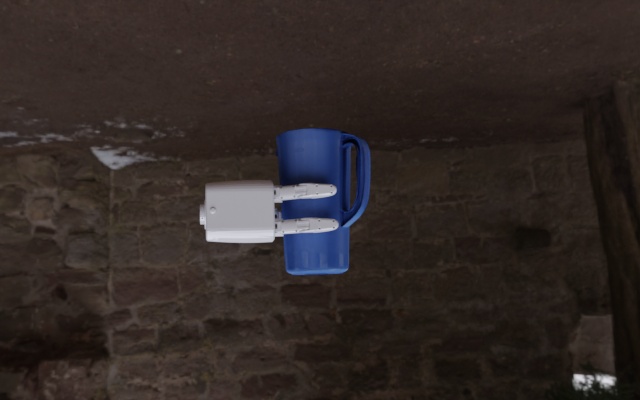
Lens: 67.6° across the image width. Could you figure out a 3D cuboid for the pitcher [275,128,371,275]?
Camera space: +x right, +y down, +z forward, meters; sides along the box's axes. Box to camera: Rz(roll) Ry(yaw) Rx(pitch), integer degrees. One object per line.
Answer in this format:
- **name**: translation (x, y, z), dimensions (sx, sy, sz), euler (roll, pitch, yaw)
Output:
- **pitcher**: translation (0.000, 0.003, 0.817), dimensions (0.145, 0.243, 0.149), euler (0, -7, -12)
